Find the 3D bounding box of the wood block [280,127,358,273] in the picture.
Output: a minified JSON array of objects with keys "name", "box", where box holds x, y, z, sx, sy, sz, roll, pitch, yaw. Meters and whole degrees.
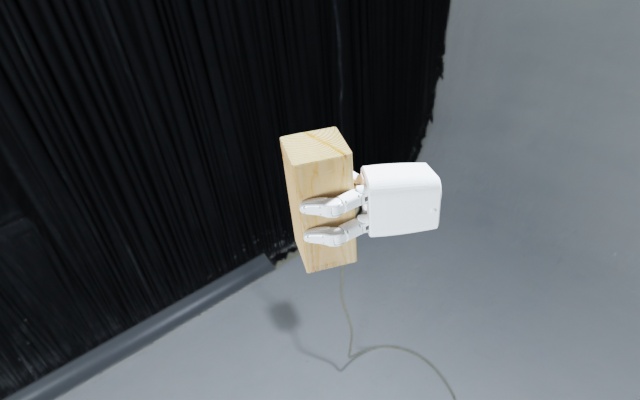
[{"name":"wood block","box":[0.000,0.002,0.749,0.090,0.206,0.090,-12,37,-9]}]
